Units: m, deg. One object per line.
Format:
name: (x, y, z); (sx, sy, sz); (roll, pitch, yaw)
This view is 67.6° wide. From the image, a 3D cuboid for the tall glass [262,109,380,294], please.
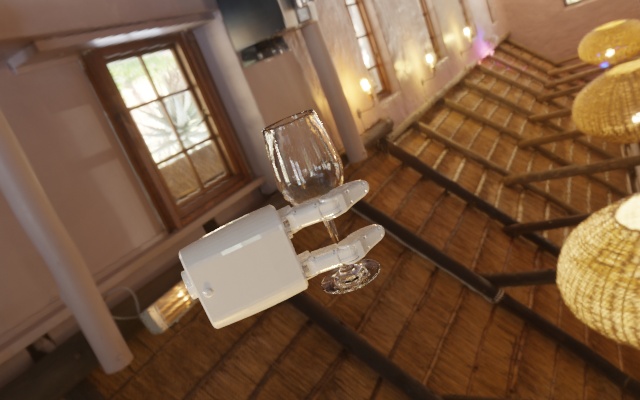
tall glass: (0.000, 0.002, 0.544); (0.079, 0.201, 0.079); (-20, 15, 6)
